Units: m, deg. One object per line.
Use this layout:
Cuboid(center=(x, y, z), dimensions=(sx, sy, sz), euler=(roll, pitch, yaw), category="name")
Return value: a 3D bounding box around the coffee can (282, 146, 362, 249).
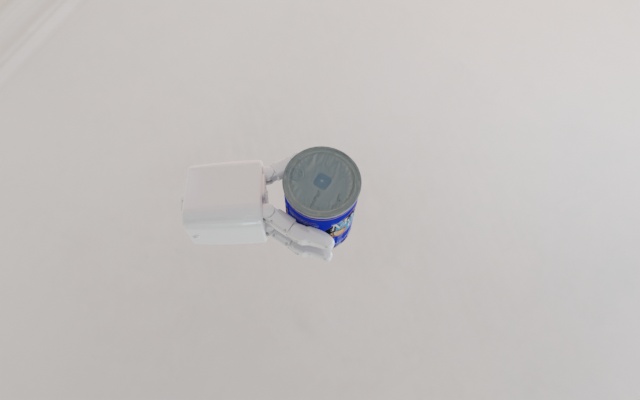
Cuboid(center=(0.000, 0.002, 0.677), dimensions=(0.103, 0.102, 0.140), euler=(0, -24, -2), category="coffee can")
